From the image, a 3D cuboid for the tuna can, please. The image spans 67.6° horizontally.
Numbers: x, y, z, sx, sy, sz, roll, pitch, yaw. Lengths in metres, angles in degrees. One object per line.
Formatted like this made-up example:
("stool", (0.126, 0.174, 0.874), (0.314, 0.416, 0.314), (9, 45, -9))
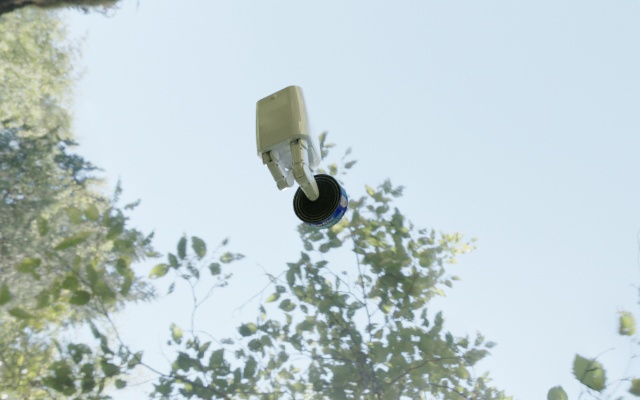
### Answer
("tuna can", (0.000, 0.003, 0.767), (0.086, 0.086, 0.034), (0, -23, 29))
